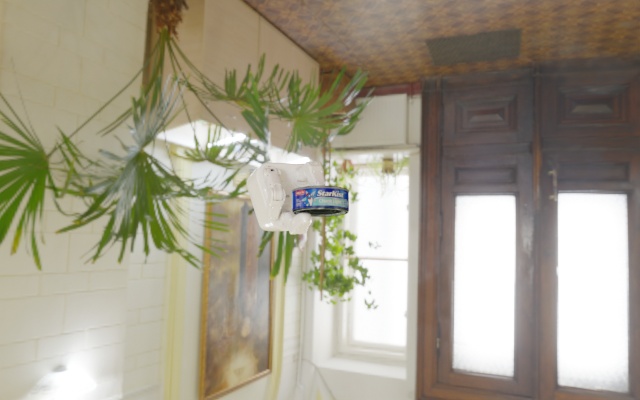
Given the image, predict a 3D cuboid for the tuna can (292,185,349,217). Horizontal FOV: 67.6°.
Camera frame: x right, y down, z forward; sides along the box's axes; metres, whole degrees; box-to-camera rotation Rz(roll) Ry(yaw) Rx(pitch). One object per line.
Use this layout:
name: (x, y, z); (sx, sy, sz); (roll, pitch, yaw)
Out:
tuna can: (0.000, 0.003, 0.706); (0.086, 0.033, 0.086); (0, -10, 0)
